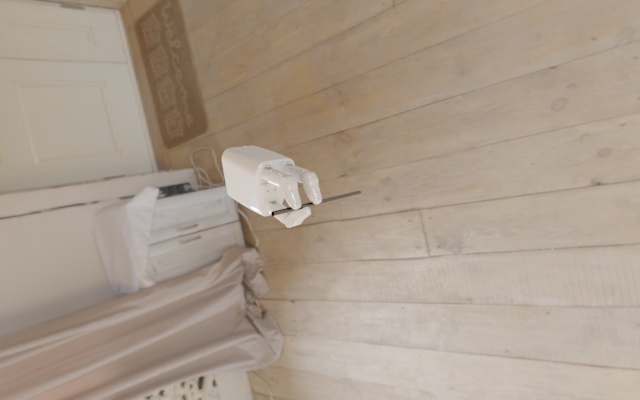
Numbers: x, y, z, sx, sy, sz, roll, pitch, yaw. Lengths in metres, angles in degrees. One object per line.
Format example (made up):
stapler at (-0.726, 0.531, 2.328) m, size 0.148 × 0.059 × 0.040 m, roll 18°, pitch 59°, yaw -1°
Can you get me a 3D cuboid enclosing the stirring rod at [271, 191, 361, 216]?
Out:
stirring rod at (0.000, 0.003, 0.871) m, size 0.011 × 0.011 × 0.239 m, roll 0°, pitch 9°, yaw 41°
